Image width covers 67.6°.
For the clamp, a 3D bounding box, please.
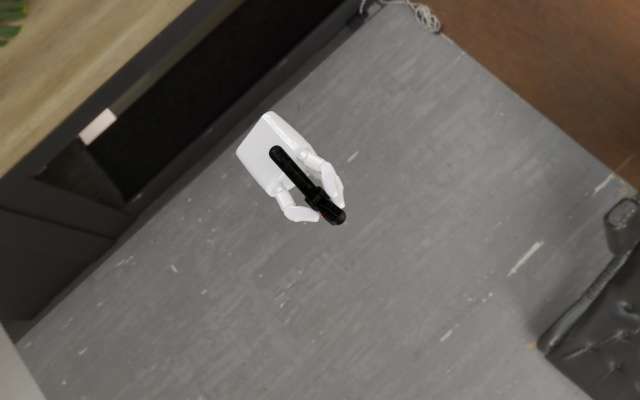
[{"bbox_3d":[0.000,0.003,0.798,0.164,0.036,0.210,47,-2,25],"label":"clamp"}]
